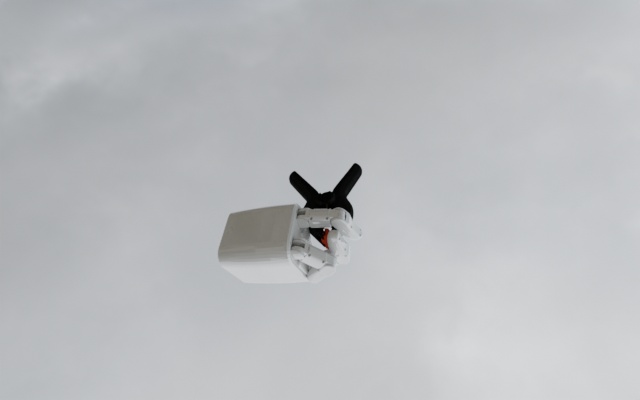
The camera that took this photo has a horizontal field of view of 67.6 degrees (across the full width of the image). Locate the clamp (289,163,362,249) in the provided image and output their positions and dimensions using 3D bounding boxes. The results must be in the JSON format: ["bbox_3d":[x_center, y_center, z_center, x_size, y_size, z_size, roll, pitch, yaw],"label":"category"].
[{"bbox_3d":[0.000,0.003,0.741,0.120,0.039,0.171,-6,40,15],"label":"clamp"}]
